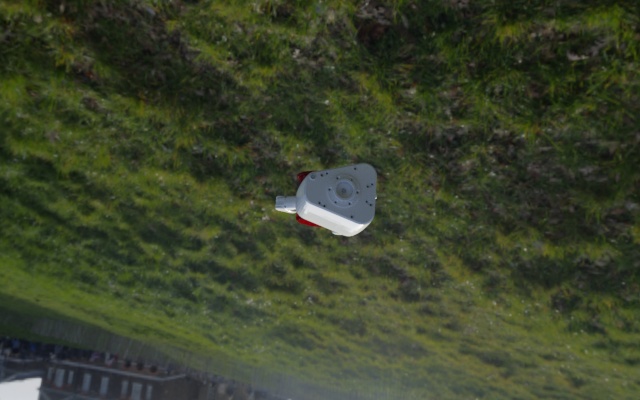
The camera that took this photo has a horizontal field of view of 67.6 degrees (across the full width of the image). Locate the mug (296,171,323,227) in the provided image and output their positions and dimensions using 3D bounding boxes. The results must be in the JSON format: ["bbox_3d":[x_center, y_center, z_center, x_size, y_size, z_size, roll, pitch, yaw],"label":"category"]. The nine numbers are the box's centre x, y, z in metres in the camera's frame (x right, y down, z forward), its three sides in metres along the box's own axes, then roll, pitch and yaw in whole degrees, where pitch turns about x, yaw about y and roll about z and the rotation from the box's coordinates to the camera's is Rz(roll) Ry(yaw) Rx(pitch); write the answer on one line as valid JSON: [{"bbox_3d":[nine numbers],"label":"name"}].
[{"bbox_3d":[0.000,0.003,0.836,0.093,0.081,0.117,7,-12,-5],"label":"mug"}]
